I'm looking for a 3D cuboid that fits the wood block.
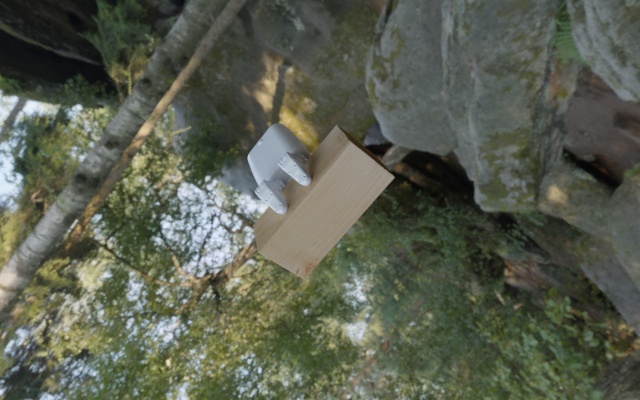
[{"bbox_3d":[0.000,0.002,0.718,0.091,0.206,0.090,34,14,-25],"label":"wood block"}]
